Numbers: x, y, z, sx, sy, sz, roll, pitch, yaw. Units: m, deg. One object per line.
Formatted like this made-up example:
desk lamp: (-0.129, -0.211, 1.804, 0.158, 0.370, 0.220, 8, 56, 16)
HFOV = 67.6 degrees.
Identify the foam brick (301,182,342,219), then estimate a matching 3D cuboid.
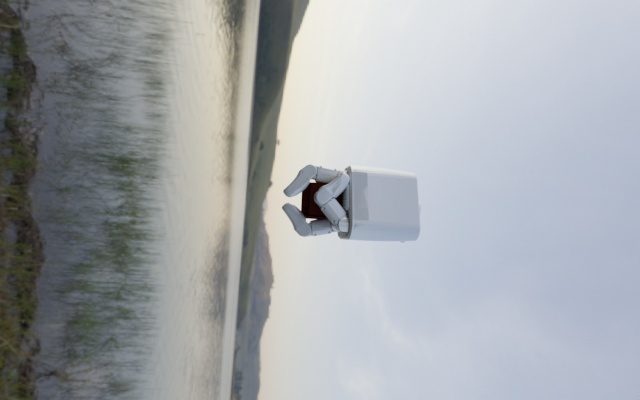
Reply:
foam brick: (0.000, 0.002, 0.736, 0.051, 0.053, 0.078, 4, -4, -9)
